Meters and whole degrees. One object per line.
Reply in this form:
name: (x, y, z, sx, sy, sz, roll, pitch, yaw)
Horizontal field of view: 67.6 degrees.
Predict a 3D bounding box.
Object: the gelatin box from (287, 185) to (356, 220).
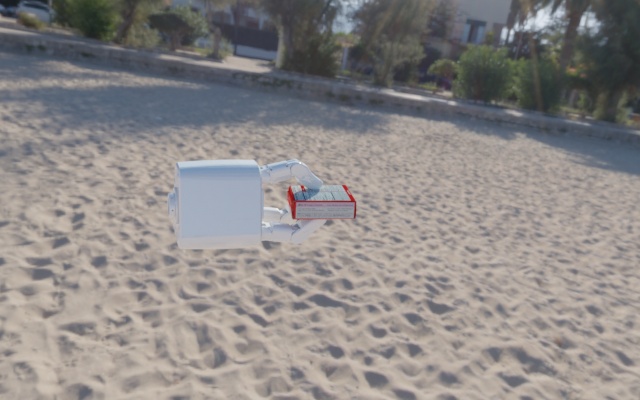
gelatin box: (0.000, 0.002, 0.675, 0.089, 0.030, 0.073, -1, 19, -9)
